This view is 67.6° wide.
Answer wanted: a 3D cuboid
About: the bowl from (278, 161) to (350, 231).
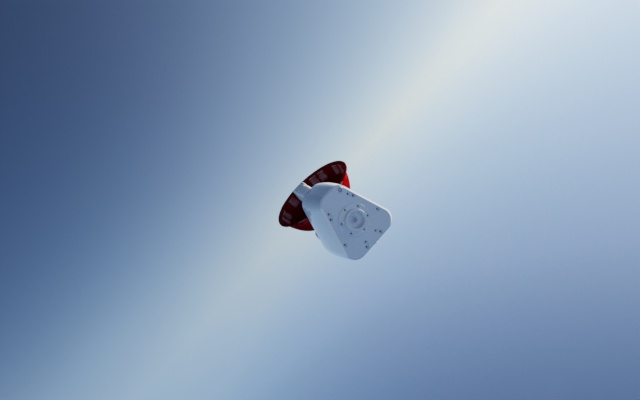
[{"bbox_3d":[0.000,0.003,0.872,0.055,0.162,0.162,46,-22,-22],"label":"bowl"}]
